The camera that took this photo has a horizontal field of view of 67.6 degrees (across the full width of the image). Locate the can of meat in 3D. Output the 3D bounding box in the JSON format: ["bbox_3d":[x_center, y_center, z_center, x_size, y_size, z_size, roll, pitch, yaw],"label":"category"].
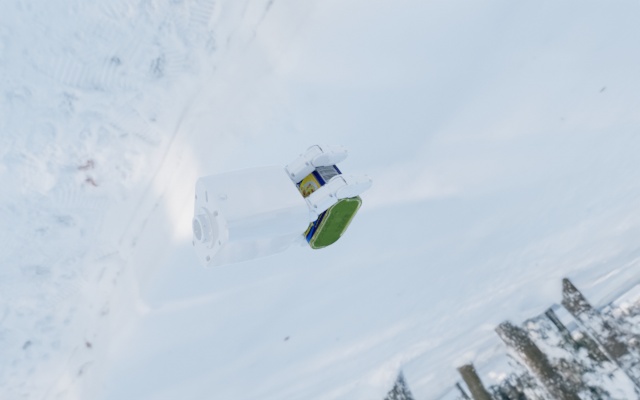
[{"bbox_3d":[0.000,0.002,0.632,0.057,0.084,0.102,-8,-40,-37],"label":"can of meat"}]
